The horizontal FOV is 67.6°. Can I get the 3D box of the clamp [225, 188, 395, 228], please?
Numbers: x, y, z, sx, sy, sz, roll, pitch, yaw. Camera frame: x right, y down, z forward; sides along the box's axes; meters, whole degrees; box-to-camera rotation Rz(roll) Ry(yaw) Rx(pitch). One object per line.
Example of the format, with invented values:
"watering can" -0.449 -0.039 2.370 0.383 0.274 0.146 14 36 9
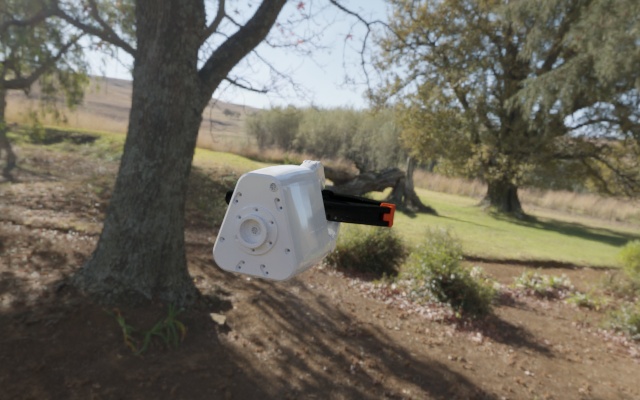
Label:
"clamp" 0.001 0.001 0.652 0.210 0.036 0.164 9 10 17
